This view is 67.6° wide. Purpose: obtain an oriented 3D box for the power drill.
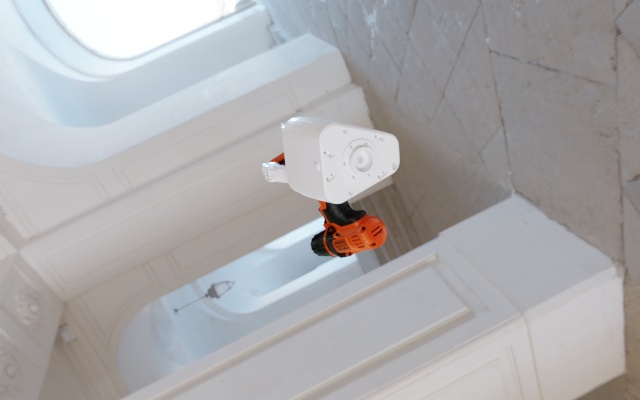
[{"bbox_3d":[0.000,0.002,0.722,0.057,0.187,0.184,-38,8,-30],"label":"power drill"}]
